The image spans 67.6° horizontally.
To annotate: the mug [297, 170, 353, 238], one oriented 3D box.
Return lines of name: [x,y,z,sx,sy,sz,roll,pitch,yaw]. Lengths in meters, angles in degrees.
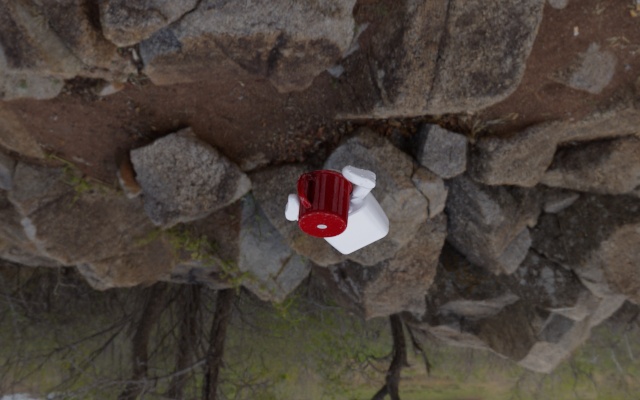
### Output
mug: [-0.001,0.002,0.781,0.093,0.081,0.117,-15,-39,27]
